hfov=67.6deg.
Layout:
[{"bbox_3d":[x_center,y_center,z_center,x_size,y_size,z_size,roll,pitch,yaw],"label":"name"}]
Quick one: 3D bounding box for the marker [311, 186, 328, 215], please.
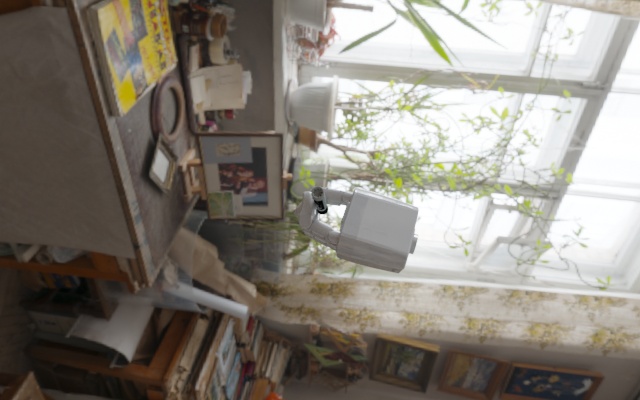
[{"bbox_3d":[0.000,0.002,0.728,0.020,0.020,0.121,0,-13,4],"label":"marker"}]
